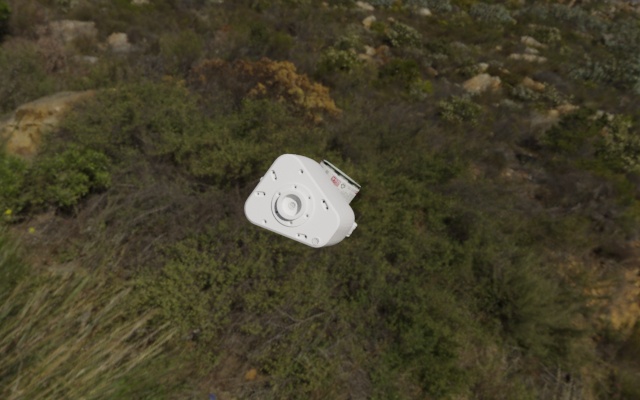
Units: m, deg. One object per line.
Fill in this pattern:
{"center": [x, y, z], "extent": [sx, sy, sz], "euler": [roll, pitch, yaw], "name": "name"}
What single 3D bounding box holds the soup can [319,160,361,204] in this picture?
{"center": [0.000, 0.002, 0.671], "extent": [0.068, 0.102, 0.068], "euler": [36, 6, -4], "name": "soup can"}
